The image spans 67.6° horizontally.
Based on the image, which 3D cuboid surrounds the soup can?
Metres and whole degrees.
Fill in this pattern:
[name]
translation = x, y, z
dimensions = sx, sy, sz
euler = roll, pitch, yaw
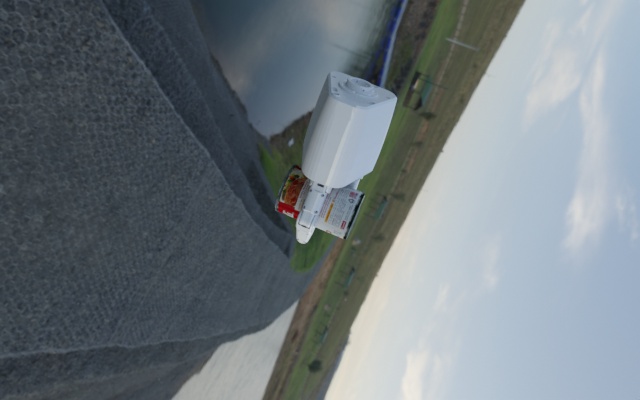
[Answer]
[soup can]
translation = 0.000, 0.003, 0.635
dimensions = 0.102, 0.068, 0.068
euler = 23, 2, 6
